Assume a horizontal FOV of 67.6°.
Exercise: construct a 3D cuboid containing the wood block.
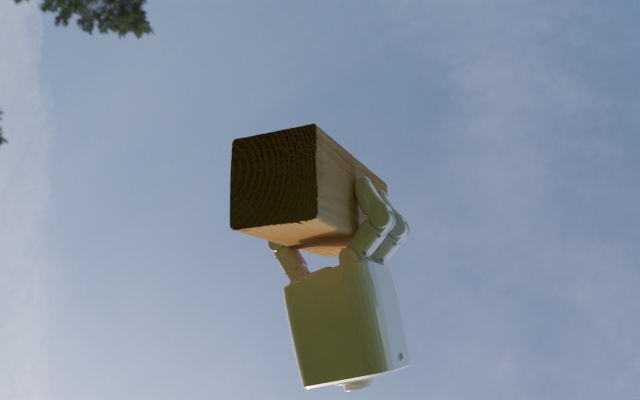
[{"bbox_3d":[0.000,0.002,0.512,0.091,0.090,0.206,-8,-16,23],"label":"wood block"}]
